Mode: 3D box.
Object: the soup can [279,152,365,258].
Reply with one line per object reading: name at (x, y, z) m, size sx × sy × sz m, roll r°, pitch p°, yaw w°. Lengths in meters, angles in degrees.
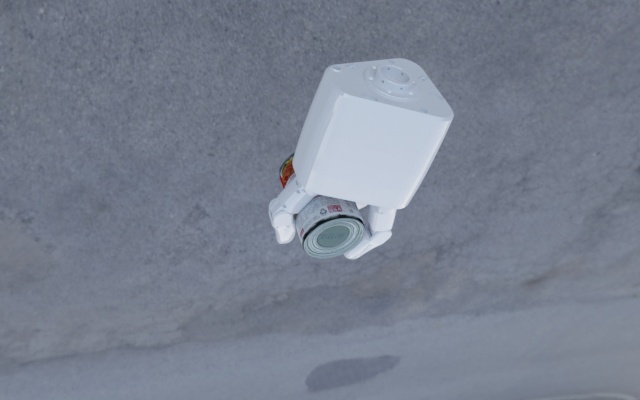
soup can at (0.000, 0.002, 0.510) m, size 0.068 × 0.102 × 0.069 m, roll -13°, pitch -39°, yaw -11°
